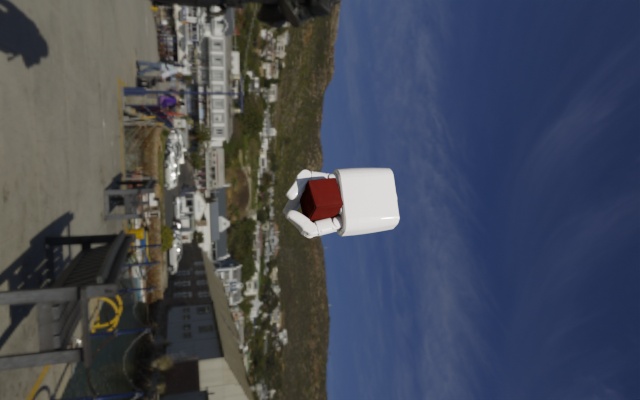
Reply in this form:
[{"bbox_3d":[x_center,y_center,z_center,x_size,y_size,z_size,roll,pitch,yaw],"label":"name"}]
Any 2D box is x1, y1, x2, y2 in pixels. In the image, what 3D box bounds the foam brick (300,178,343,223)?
[{"bbox_3d":[0.000,0.003,0.820,0.051,0.053,0.078,-7,-24,-18],"label":"foam brick"}]
